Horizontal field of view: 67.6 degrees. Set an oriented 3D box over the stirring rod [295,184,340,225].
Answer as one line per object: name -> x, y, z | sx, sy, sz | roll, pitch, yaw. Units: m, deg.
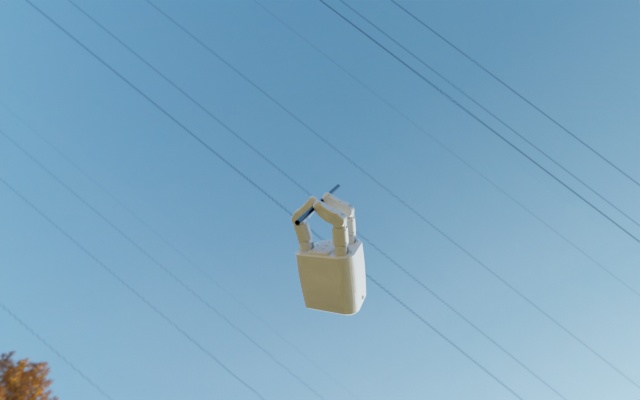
stirring rod -> 0.000, 0.003, 0.817 | 0.011, 0.011, 0.239 | 0, 15, 17
